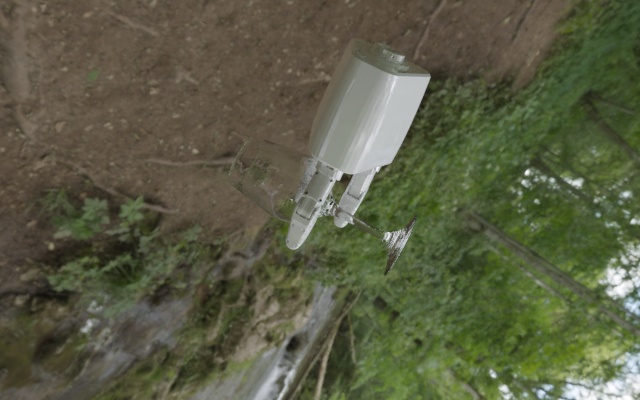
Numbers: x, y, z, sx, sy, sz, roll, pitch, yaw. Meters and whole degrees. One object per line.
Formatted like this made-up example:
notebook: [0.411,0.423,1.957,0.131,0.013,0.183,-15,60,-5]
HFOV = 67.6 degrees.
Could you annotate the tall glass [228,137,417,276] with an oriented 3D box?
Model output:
tall glass: [0.001,0.002,0.527,0.201,0.079,0.079,28,4,7]
